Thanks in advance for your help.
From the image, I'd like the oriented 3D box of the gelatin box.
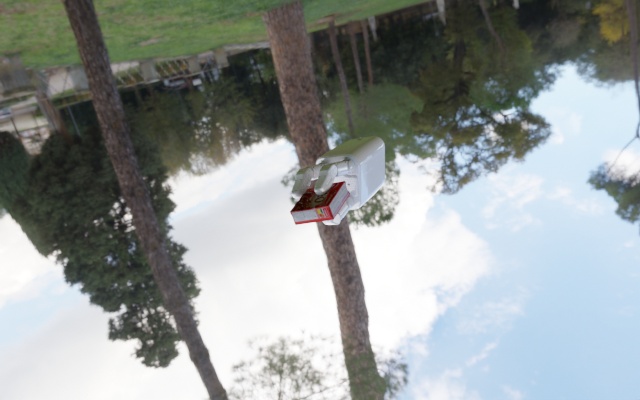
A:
[{"bbox_3d":[0.000,0.003,0.798,0.073,0.030,0.089,-9,26,28],"label":"gelatin box"}]
